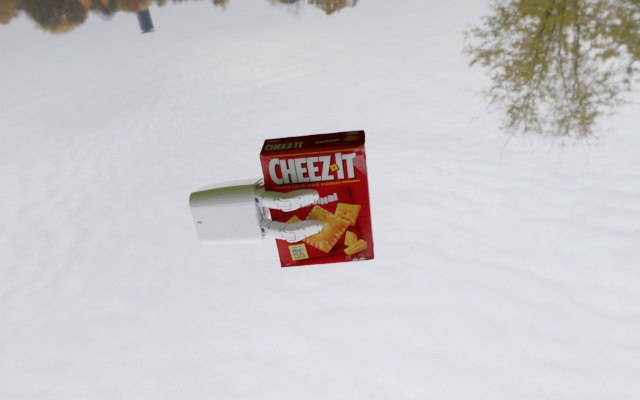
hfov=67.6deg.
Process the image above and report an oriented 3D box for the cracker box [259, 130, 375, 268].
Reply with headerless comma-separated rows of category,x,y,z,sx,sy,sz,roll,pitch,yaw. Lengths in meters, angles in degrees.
cracker box,0.000,0.003,0.784,0.164,0.214,0.072,-5,28,6
